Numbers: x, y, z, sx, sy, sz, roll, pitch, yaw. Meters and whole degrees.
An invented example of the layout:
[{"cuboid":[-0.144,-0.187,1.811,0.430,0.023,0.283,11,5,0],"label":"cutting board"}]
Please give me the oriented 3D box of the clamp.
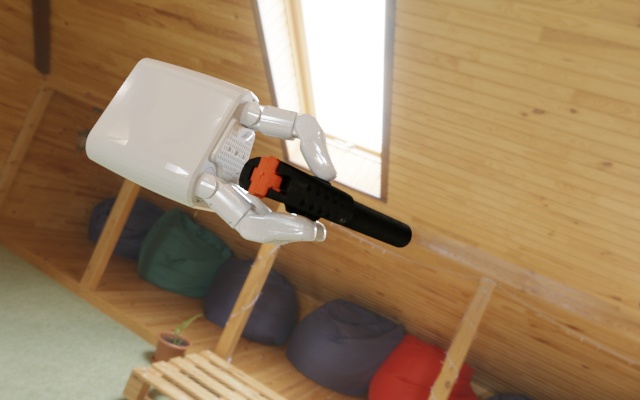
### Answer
[{"cuboid":[0.000,0.000,0.405,0.164,0.036,0.210,20,-2,11],"label":"clamp"}]
